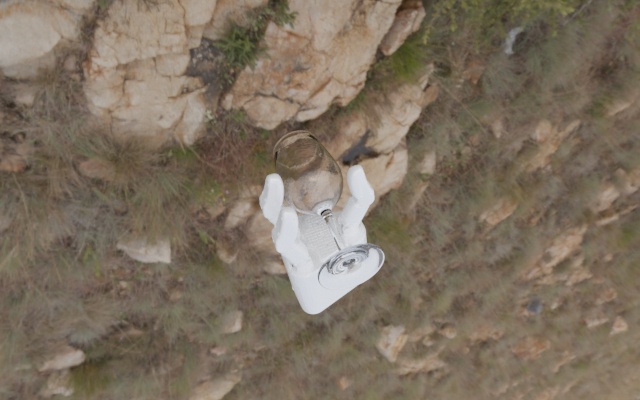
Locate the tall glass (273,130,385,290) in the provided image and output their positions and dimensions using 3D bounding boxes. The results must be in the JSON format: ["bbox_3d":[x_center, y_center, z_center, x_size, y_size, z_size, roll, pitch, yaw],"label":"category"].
[{"bbox_3d":[0.000,0.002,0.558,0.079,0.079,0.201,0,44,-27],"label":"tall glass"}]
